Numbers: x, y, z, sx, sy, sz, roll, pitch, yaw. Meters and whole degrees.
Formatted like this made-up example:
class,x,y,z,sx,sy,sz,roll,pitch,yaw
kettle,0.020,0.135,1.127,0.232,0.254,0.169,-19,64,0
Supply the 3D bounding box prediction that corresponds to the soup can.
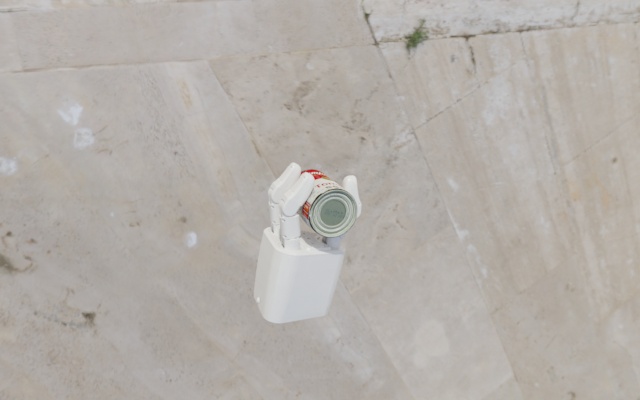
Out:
class,x,y,z,sx,sy,sz,roll,pitch,yaw
soup can,0.000,0.002,0.647,0.068,0.068,0.102,0,17,-21
